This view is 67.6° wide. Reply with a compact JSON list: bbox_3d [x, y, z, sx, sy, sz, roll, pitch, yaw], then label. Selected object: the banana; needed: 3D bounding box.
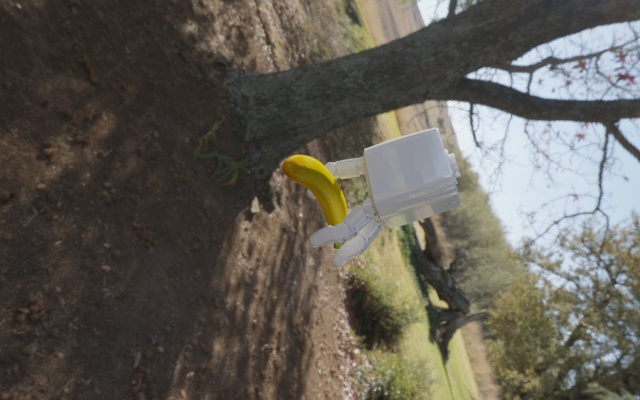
[{"bbox_3d":[0.001,-0.011,0.639,0.037,0.069,0.198,-14,-39,17],"label":"banana"}]
